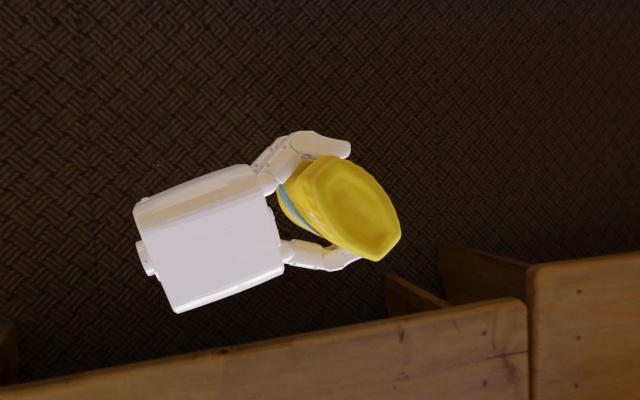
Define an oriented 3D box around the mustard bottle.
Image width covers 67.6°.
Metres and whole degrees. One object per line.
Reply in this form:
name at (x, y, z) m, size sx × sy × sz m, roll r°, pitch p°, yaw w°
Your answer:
mustard bottle at (0.000, 0.001, 0.472) m, size 0.058 × 0.096 × 0.191 m, roll -46°, pitch 16°, yaw -11°
